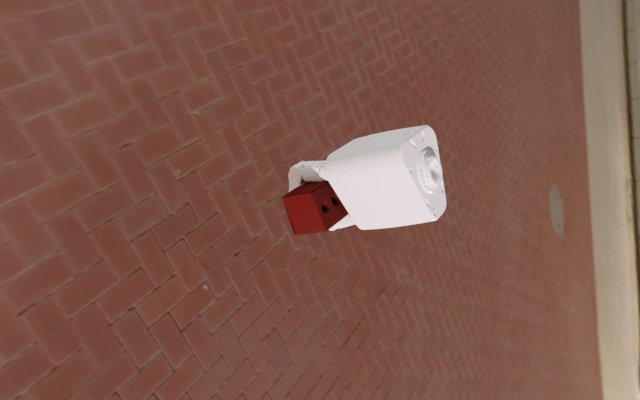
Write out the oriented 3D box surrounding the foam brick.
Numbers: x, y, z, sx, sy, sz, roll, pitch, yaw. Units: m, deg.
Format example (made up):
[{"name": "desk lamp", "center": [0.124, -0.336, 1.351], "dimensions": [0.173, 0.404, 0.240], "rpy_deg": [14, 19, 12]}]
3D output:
[{"name": "foam brick", "center": [0.000, 0.002, 0.601], "dimensions": [0.051, 0.053, 0.078], "rpy_deg": [-7, 19, 41]}]
